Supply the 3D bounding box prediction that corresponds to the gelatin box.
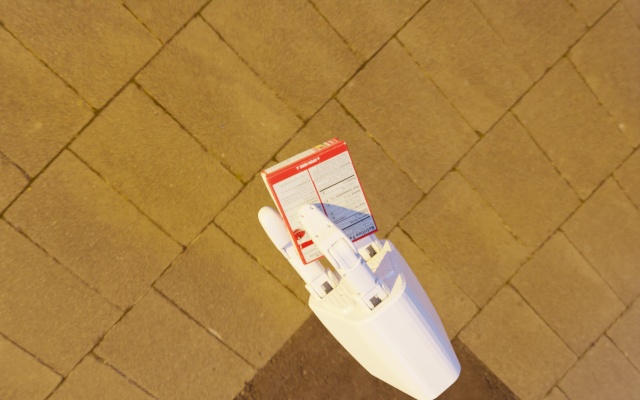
[{"bbox_3d":[0.000,0.001,0.411,0.073,0.089,0.030,-25,21,-9],"label":"gelatin box"}]
